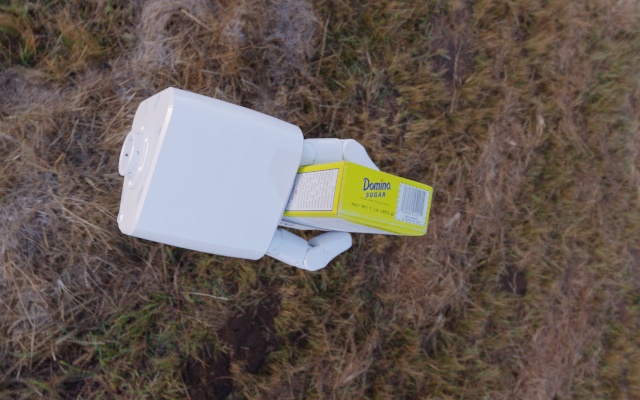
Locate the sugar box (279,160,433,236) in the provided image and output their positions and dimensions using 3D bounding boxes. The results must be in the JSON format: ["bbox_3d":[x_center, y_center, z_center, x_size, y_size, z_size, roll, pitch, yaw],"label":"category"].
[{"bbox_3d":[0.000,0.001,0.419,0.093,0.048,0.176,15,-7,-35],"label":"sugar box"}]
